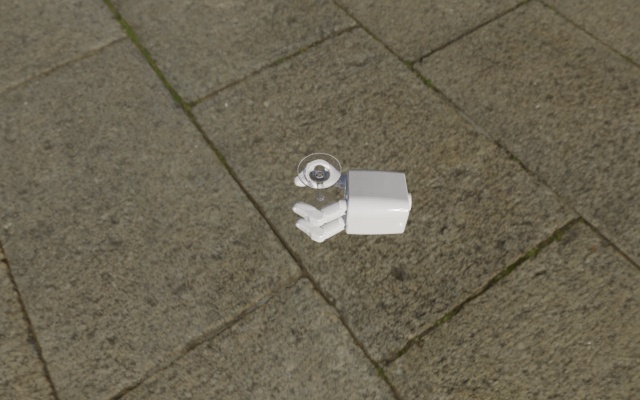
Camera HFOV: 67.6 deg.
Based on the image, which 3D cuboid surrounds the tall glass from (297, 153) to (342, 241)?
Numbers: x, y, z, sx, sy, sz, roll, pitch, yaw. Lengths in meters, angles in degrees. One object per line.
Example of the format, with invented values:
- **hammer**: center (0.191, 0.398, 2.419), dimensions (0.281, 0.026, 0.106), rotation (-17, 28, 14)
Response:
- **tall glass**: center (0.000, 0.002, 0.877), dimensions (0.079, 0.079, 0.201), rotation (0, -32, 1)
